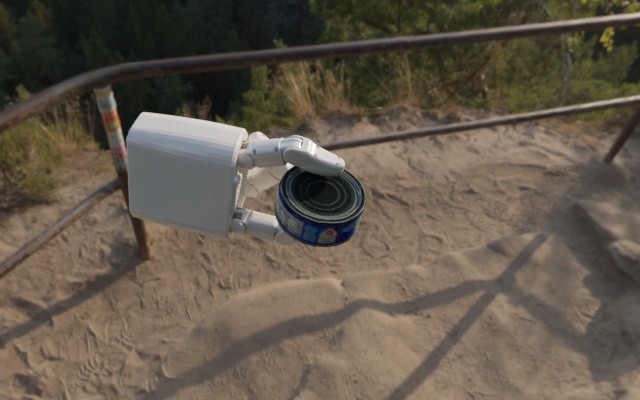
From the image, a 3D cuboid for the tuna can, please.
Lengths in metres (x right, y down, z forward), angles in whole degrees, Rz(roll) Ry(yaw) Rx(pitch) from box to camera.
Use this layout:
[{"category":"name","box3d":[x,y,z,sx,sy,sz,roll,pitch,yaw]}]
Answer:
[{"category":"tuna can","box3d":[0.000,0.001,0.460,0.086,0.086,0.034,0,-43,-15]}]
